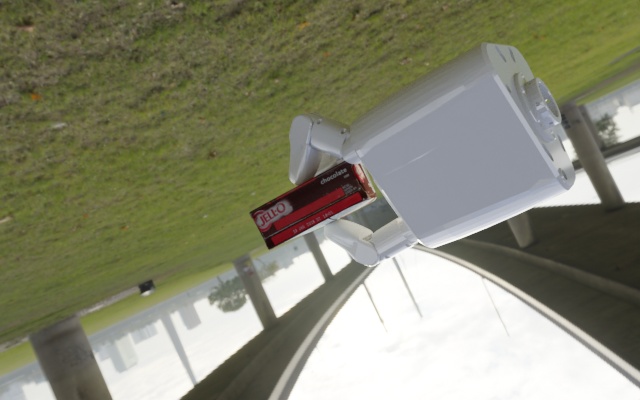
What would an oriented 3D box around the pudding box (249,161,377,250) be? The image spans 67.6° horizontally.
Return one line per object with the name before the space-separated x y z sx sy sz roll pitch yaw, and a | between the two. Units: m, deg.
pudding box | 0.000 0.001 0.411 0.090 0.039 0.113 -27 -4 10
